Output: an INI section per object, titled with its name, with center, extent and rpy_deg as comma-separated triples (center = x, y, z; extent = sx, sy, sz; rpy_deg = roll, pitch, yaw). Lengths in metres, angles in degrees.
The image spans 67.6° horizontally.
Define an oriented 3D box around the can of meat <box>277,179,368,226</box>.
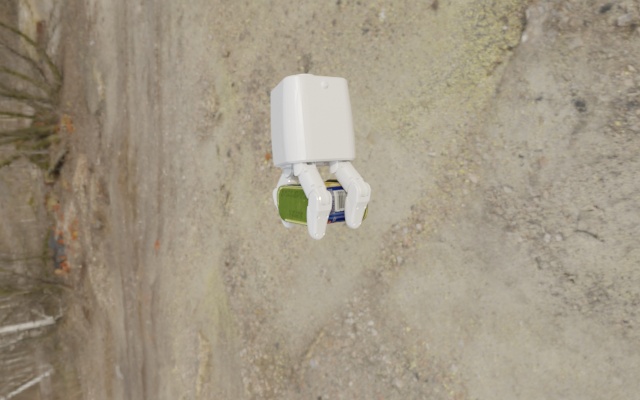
[can of meat]
center = 0.000, 0.002, 0.646
extent = 0.084, 0.057, 0.102
rpy_deg = -6, 6, -34
